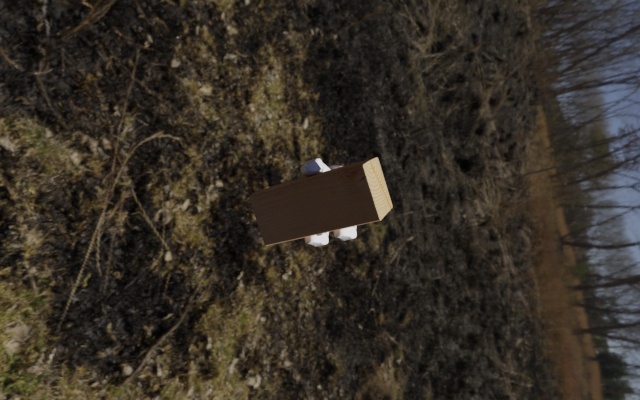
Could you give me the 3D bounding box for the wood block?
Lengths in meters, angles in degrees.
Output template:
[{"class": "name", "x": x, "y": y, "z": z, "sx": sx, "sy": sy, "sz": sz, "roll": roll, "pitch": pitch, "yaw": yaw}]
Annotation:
[{"class": "wood block", "x": 0.000, "y": 0.002, "z": 0.789, "sx": 0.206, "sy": 0.091, "sz": 0.090, "roll": -15, "pitch": 7, "yaw": 24}]
